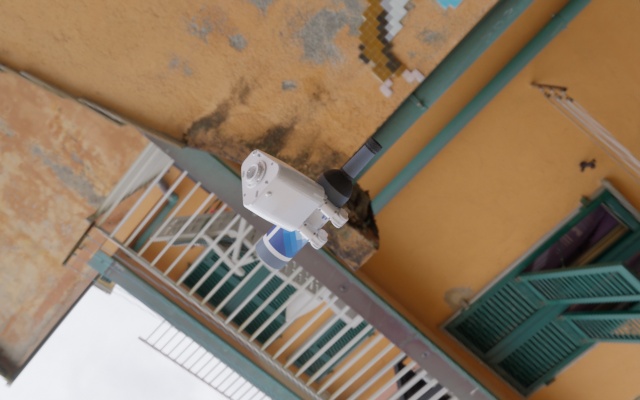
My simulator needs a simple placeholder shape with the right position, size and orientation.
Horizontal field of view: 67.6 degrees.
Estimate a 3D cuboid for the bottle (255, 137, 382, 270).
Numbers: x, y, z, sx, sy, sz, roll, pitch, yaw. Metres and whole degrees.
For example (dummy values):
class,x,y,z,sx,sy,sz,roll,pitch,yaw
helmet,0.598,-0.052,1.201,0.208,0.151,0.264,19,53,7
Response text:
class,x,y,z,sx,sy,sz,roll,pitch,yaw
bottle,0.000,0.003,0.863,0.069,0.296,0.069,40,16,-13
